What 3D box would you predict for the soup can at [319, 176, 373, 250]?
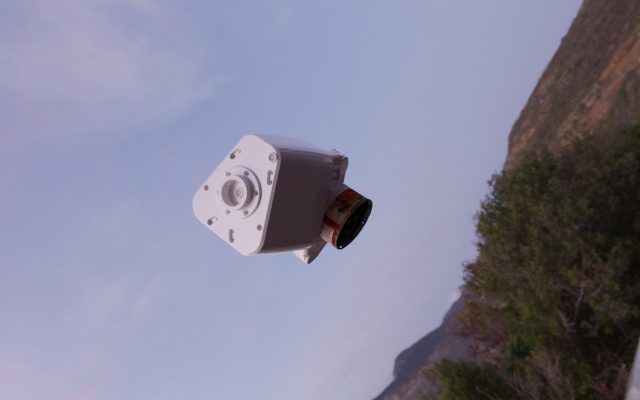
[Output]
[{"bbox_3d":[0.000,0.002,0.559,0.102,0.068,0.068,34,14,23],"label":"soup can"}]
